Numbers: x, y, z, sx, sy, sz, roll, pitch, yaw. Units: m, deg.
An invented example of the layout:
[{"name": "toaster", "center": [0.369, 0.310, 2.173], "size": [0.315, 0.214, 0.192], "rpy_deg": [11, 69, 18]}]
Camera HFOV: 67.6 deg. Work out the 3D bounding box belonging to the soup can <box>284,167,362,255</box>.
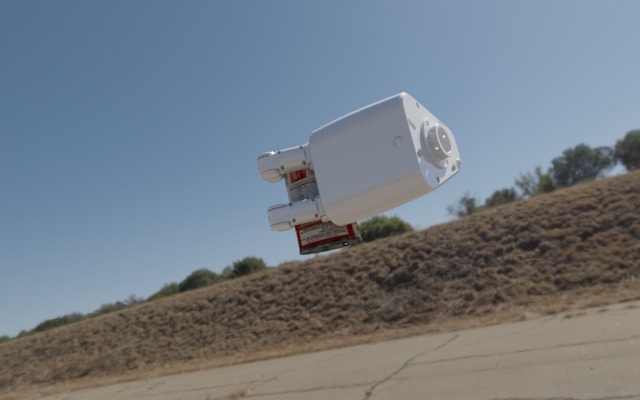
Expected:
[{"name": "soup can", "center": [0.000, 0.002, 0.515], "size": [0.068, 0.102, 0.068], "rpy_deg": [-12, -11, -2]}]
